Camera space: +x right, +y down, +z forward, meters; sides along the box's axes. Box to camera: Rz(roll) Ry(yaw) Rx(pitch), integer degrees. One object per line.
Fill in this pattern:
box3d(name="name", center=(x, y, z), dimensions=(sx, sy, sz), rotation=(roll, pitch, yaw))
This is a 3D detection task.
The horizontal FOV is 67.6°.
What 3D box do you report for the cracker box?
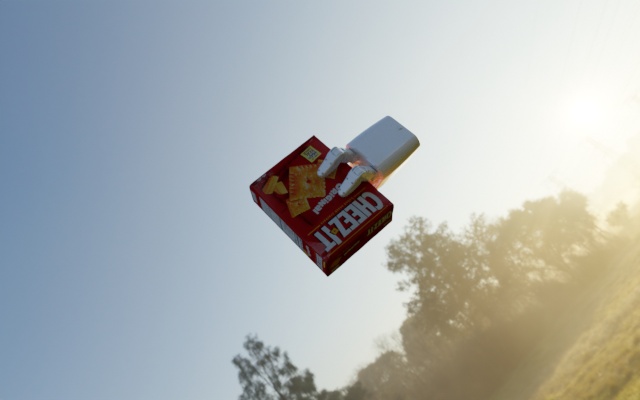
box3d(name="cracker box", center=(0.000, 0.003, 0.865), dimensions=(0.164, 0.213, 0.072), rotation=(-39, -25, -17))
